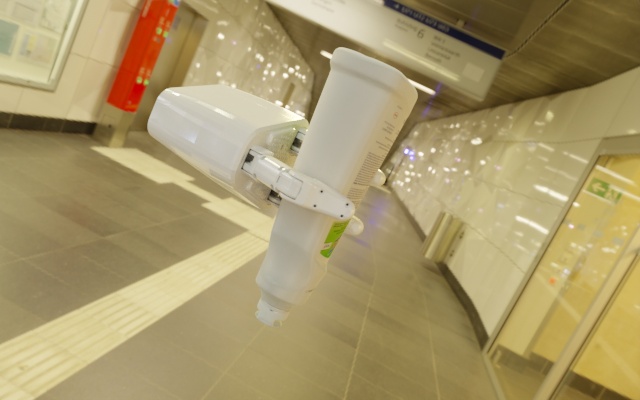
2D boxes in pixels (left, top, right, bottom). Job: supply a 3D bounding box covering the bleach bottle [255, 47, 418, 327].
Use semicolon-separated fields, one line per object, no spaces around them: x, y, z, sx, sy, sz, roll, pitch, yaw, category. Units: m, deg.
0.000;0.001;0.429;0.068;0.251;0.102;29;9;20;bleach bottle
